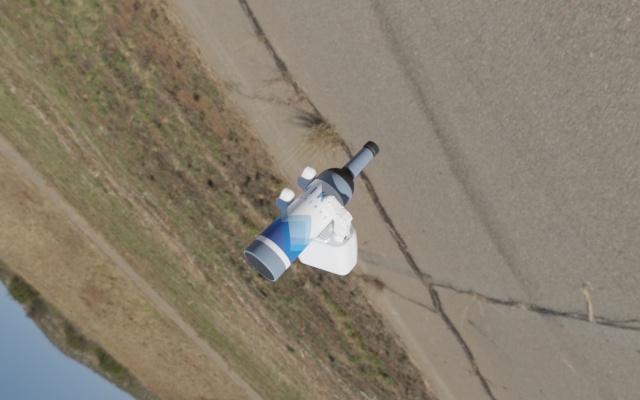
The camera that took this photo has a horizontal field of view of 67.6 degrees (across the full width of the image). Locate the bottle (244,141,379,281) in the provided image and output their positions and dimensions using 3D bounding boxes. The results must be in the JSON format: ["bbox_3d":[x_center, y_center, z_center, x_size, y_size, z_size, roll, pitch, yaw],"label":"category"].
[{"bbox_3d":[0.000,0.003,0.785,0.295,0.069,0.069,-46,22,-23],"label":"bottle"}]
